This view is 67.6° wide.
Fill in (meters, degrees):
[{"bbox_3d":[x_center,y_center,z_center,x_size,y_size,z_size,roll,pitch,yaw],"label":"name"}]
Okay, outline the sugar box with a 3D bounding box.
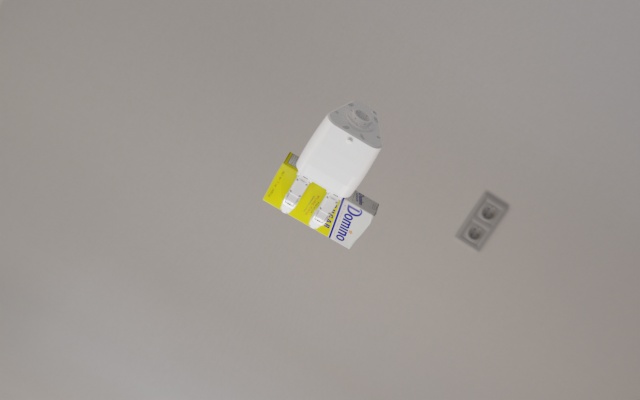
[{"bbox_3d":[0.000,0.003,0.813,0.176,0.093,0.048,31,37,-3],"label":"sugar box"}]
